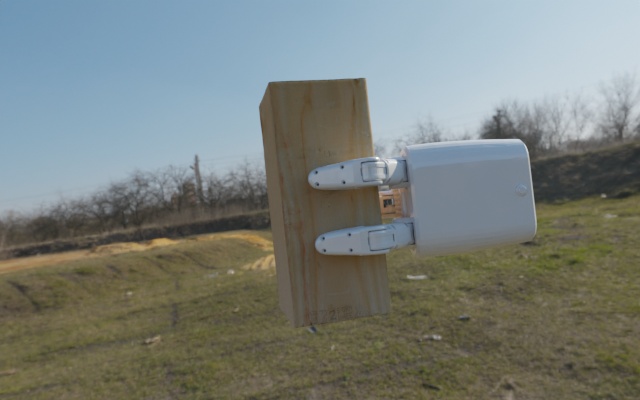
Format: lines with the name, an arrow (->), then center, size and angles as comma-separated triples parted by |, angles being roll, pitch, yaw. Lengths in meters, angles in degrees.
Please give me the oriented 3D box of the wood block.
wood block -> 0.000, 0.001, 0.448 | 0.090, 0.206, 0.091 | -6, -1, -12
